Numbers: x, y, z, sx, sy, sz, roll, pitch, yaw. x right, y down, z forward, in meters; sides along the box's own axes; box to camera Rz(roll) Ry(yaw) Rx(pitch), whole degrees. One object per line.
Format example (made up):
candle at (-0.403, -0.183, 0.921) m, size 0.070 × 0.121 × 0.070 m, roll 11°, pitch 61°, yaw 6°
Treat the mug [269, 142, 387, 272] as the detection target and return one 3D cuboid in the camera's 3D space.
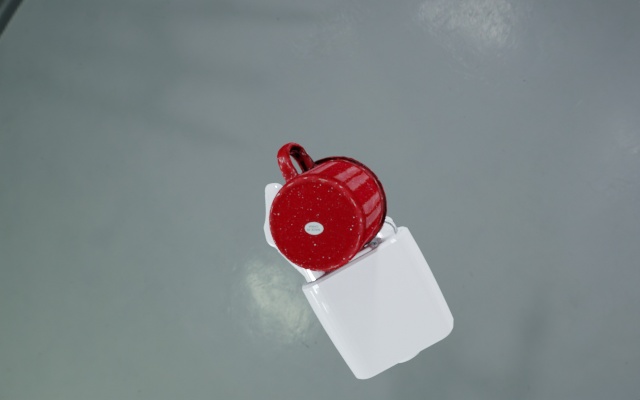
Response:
mug at (-0.001, 0.000, 0.414) m, size 0.093 × 0.117 × 0.081 m, roll -29°, pitch 2°, yaw 19°
